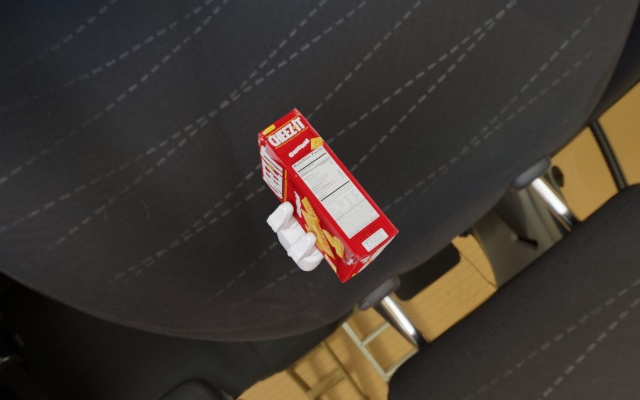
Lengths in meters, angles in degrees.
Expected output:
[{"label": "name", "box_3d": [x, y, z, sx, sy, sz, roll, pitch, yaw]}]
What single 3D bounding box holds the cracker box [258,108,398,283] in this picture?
[{"label": "cracker box", "box_3d": [0.000, 0.002, 0.672, 0.072, 0.213, 0.164, -36, -12, -15]}]
